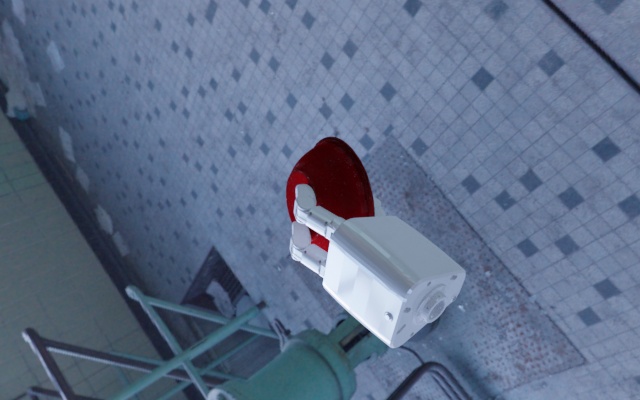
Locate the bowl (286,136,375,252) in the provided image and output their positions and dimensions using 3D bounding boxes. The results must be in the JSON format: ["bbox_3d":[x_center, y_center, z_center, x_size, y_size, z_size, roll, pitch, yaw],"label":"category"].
[{"bbox_3d":[-0.001,0.002,0.610,0.055,0.162,0.162,-12,6,-28],"label":"bowl"}]
